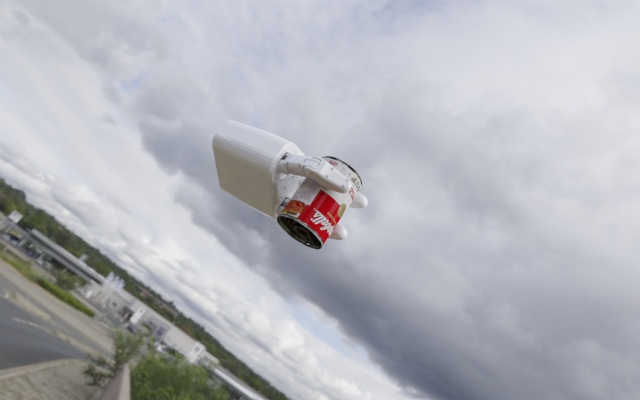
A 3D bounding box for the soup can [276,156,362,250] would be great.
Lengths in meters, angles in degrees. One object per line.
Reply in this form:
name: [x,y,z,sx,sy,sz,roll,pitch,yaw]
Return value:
soup can: [0.001,0.002,0.611,0.068,0.102,0.068,29,-23,14]
